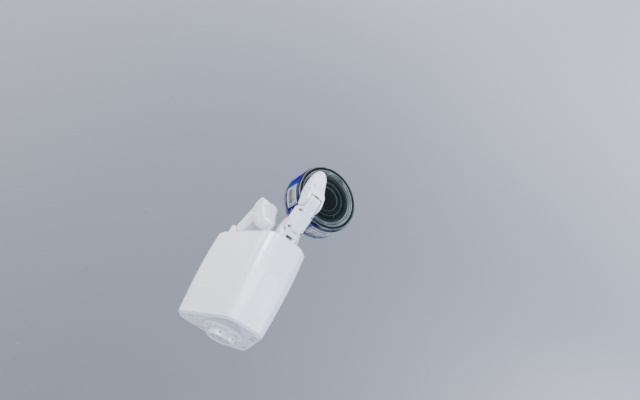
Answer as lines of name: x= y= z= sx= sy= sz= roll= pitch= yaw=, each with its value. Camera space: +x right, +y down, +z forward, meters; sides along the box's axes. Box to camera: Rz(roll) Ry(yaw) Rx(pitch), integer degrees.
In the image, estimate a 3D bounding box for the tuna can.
tuna can: x=0.000 y=0.002 z=0.594 sx=0.086 sy=0.086 sz=0.034 roll=0 pitch=-19 yaw=-36
